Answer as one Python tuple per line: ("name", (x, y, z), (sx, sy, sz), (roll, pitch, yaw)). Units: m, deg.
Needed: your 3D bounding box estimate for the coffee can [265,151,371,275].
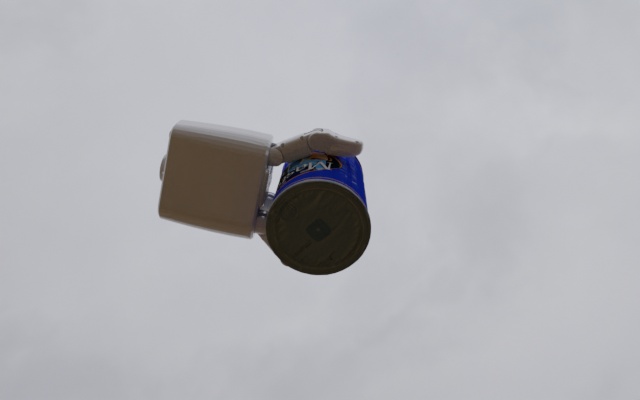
("coffee can", (0.000, 0.002, 0.524), (0.103, 0.103, 0.140), (0, 23, 2))
